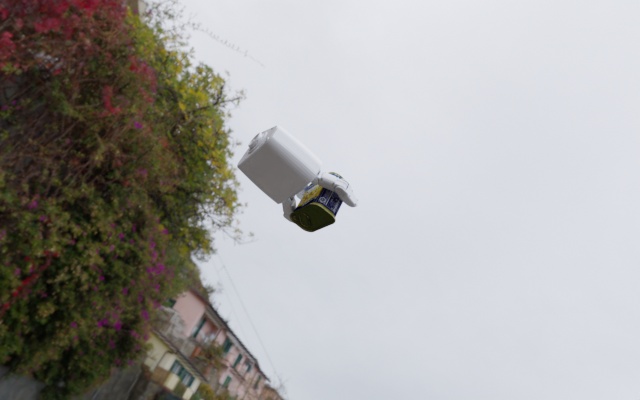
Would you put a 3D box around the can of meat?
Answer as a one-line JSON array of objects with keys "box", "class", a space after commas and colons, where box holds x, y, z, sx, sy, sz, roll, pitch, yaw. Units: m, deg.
[{"box": [0.000, 0.003, 0.888, 0.057, 0.084, 0.102, 39, -34, -17], "class": "can of meat"}]
